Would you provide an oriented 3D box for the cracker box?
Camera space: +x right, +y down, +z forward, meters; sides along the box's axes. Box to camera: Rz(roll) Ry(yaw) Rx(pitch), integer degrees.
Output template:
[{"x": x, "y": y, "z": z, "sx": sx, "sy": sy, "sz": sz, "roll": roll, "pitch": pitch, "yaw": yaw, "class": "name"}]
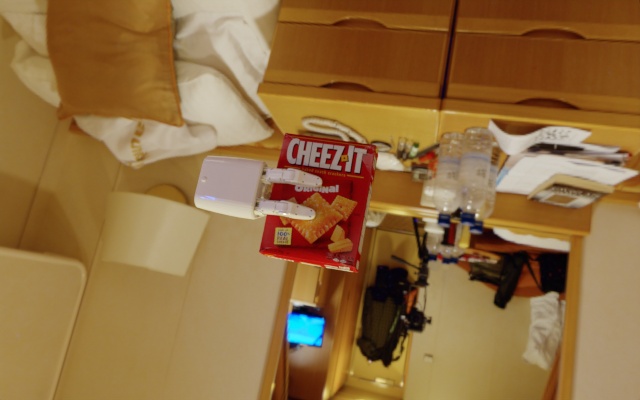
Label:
[{"x": 0.000, "y": 0.003, "z": 0.814, "sx": 0.164, "sy": 0.213, "sz": 0.072, "roll": 9, "pitch": -12, "yaw": 10, "class": "cracker box"}]
